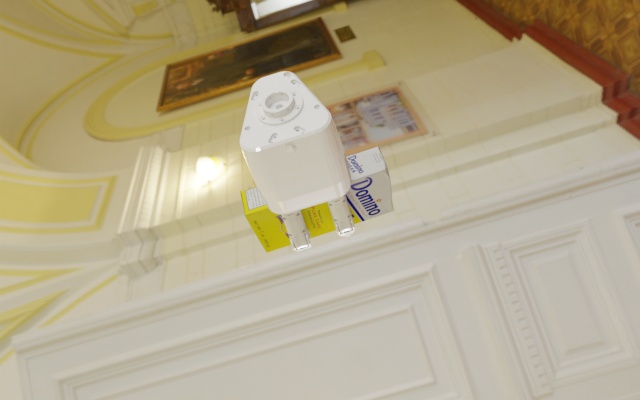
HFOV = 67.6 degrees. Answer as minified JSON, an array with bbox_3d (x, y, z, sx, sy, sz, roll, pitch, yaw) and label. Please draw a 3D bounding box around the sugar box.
[{"bbox_3d":[0.000,0.002,0.594,0.176,0.048,0.093,-17,-37,2],"label":"sugar box"}]
